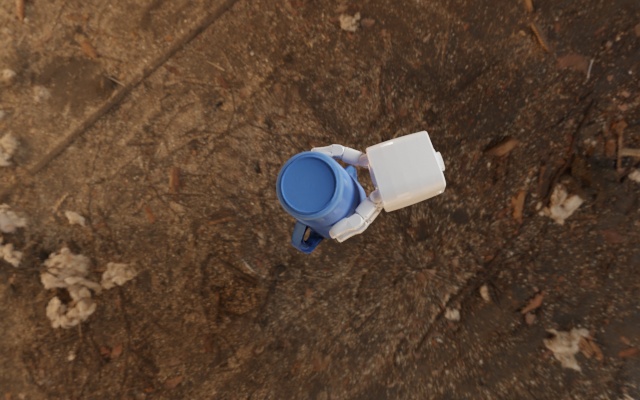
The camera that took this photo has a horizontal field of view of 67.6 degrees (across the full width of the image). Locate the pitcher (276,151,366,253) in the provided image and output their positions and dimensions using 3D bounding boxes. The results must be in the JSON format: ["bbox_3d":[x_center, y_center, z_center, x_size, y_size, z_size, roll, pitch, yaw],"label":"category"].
[{"bbox_3d":[0.000,0.003,0.835,0.145,0.149,0.243,-16,-11,9],"label":"pitcher"}]
